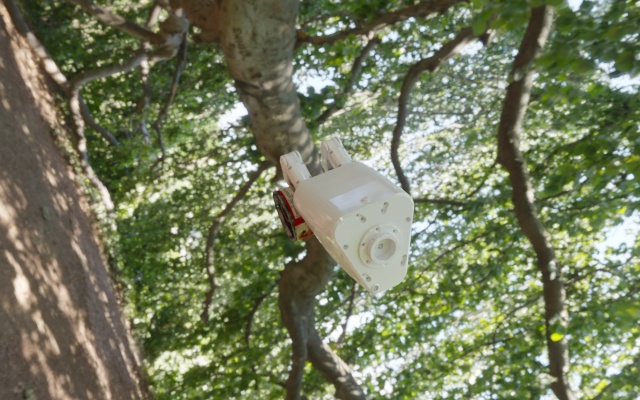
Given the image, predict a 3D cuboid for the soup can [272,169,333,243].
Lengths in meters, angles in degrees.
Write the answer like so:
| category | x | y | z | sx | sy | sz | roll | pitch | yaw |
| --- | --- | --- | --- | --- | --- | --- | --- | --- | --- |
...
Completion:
| category | x | y | z | sx | sy | sz | roll | pitch | yaw |
| --- | --- | --- | --- | --- | --- | --- | --- | --- | --- |
| soup can | 0.000 | 0.002 | 0.595 | 0.102 | 0.068 | 0.068 | -22 | 6 | -14 |
